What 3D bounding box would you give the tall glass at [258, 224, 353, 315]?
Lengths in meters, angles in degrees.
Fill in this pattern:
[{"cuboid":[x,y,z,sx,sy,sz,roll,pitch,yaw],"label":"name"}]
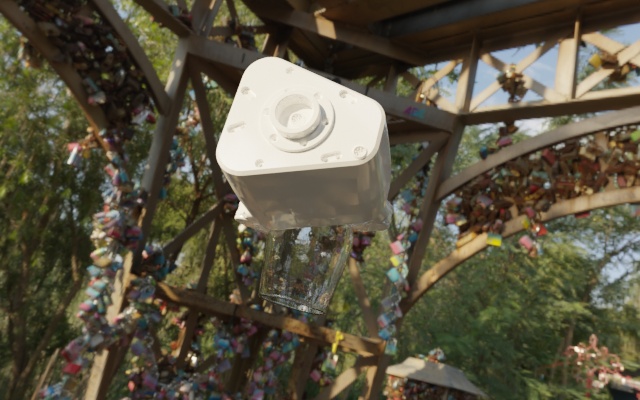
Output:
[{"cuboid":[0.000,0.001,0.451,0.079,0.201,0.079,14,-18,5],"label":"tall glass"}]
